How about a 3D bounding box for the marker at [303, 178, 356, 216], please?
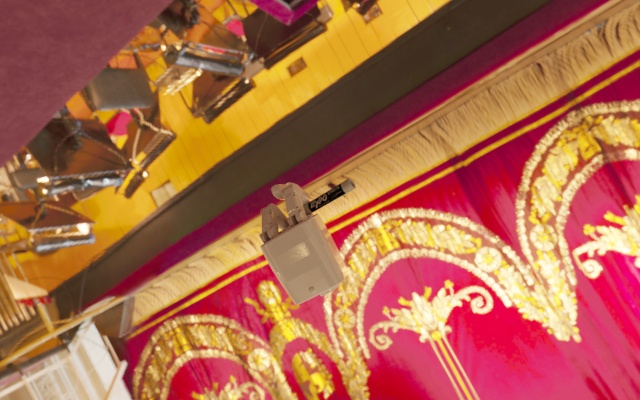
[{"bbox_3d":[0.000,0.002,0.738,0.121,0.020,0.020,-30,-13,23],"label":"marker"}]
